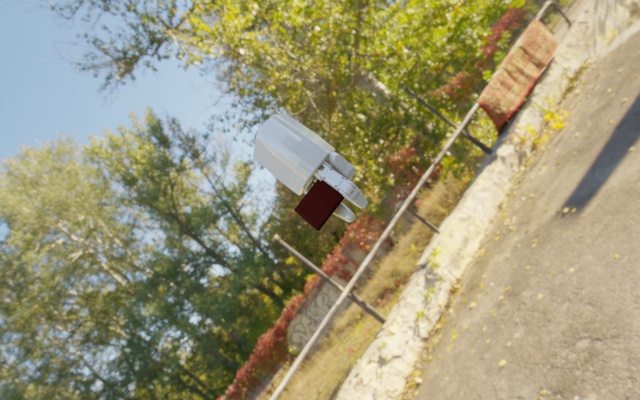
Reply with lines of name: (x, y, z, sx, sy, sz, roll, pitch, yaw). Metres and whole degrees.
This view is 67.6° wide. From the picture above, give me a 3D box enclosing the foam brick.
foam brick: (0.000, 0.003, 0.763, 0.051, 0.078, 0.053, 38, -3, -1)
